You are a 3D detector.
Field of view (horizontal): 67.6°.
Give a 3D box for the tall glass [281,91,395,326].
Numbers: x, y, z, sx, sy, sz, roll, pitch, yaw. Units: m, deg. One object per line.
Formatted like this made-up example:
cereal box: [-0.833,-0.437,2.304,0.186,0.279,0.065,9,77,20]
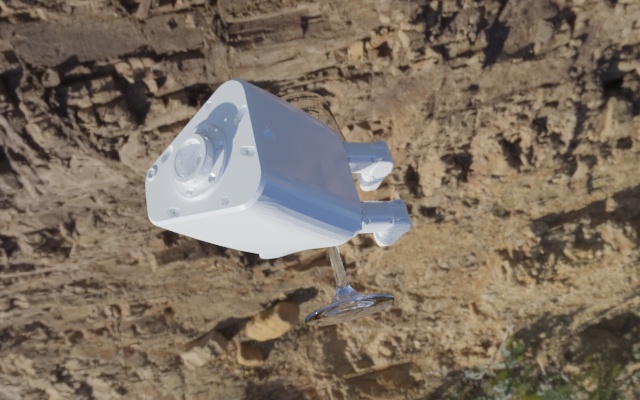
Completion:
tall glass: [0.000,0.002,0.422,0.079,0.201,0.079,-12,-25,-6]
